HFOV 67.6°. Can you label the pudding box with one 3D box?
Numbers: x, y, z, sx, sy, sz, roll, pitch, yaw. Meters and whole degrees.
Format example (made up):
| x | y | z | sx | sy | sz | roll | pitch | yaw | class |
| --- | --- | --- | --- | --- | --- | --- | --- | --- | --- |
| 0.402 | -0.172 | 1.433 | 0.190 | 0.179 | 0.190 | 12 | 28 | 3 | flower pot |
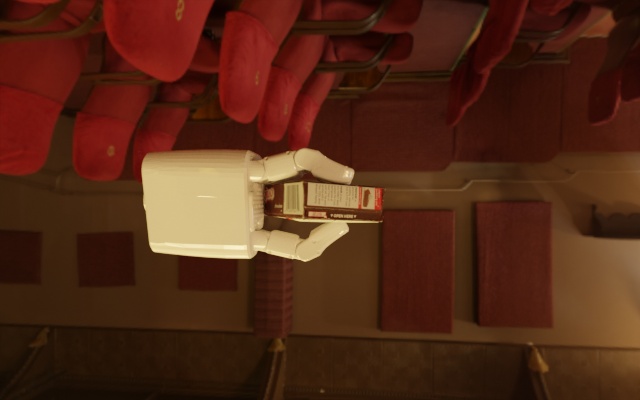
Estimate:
| x | y | z | sx | sy | sz | roll | pitch | yaw | class |
| --- | --- | --- | --- | --- | --- | --- | --- | --- | --- |
| 0.000 | 0.002 | 0.499 | 0.090 | 0.039 | 0.113 | 3 | 0 | -25 | pudding box |
